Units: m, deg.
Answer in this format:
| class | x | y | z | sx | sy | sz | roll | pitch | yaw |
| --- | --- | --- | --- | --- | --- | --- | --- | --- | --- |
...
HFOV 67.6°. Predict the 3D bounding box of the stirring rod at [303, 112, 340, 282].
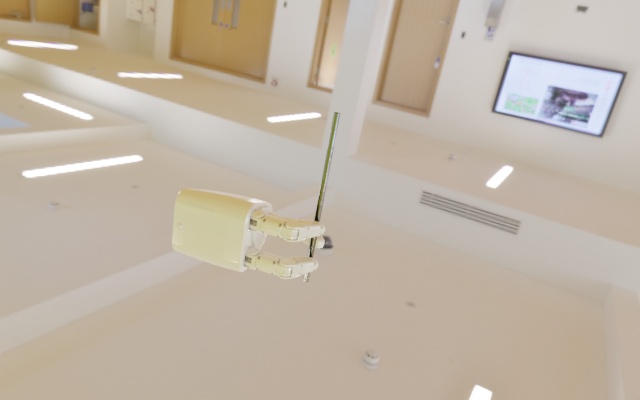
| class | x | y | z | sx | sy | sz | roll | pitch | yaw |
| --- | --- | --- | --- | --- | --- | --- | --- | --- | --- |
| stirring rod | 0.000 | 0.002 | 0.637 | 0.011 | 0.240 | 0.011 | 9 | 19 | -3 |
